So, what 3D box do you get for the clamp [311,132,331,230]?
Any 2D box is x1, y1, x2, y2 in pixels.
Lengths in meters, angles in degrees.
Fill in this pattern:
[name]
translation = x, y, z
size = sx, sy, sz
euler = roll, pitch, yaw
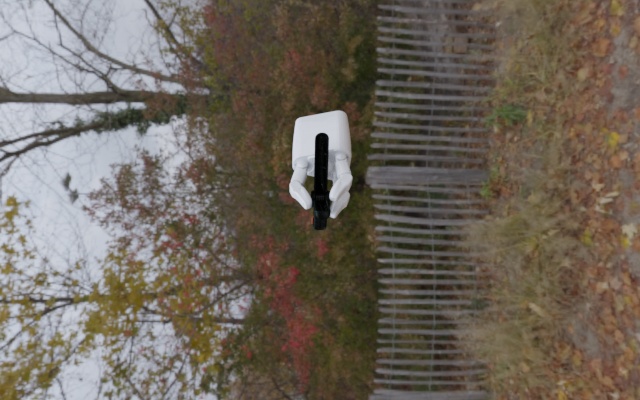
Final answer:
[clamp]
translation = -0.001, 0.003, 0.876
size = 0.036, 0.164, 0.210
euler = 1, -34, -2
